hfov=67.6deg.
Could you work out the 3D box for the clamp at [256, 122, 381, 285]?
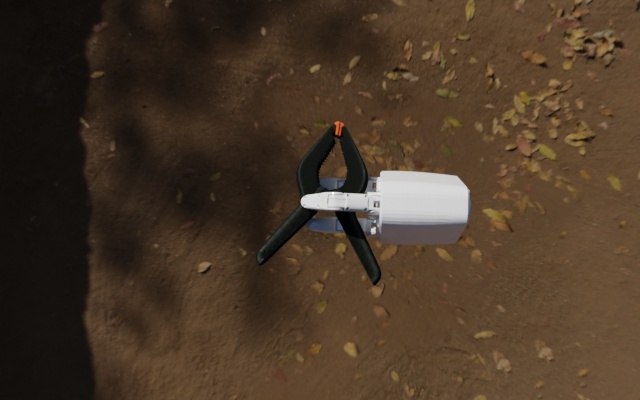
[{"bbox_3d":[0.000,0.001,0.627,0.164,0.210,0.036,2,-4,5],"label":"clamp"}]
